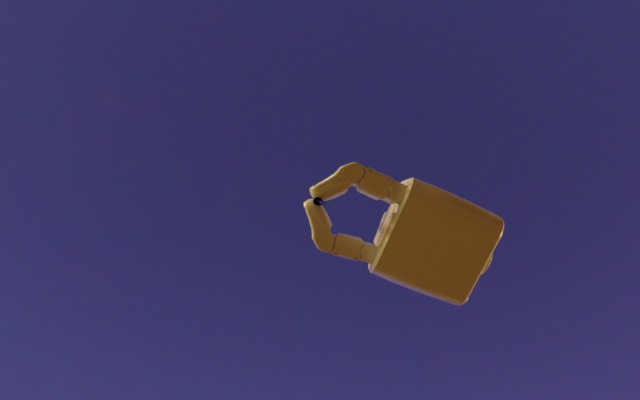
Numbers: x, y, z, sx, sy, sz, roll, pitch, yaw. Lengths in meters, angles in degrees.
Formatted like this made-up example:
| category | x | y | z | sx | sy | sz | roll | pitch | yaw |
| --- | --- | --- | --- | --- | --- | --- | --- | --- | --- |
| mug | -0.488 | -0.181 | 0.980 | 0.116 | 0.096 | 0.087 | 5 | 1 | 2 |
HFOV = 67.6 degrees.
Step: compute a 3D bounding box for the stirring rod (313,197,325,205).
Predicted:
| category | x | y | z | sx | sy | sz | roll | pitch | yaw |
| --- | --- | --- | --- | --- | --- | --- | --- | --- | --- |
| stirring rod | 0.000 | 0.002 | 0.571 | 0.011 | 0.011 | 0.239 | 0 | -1 | 1 |
